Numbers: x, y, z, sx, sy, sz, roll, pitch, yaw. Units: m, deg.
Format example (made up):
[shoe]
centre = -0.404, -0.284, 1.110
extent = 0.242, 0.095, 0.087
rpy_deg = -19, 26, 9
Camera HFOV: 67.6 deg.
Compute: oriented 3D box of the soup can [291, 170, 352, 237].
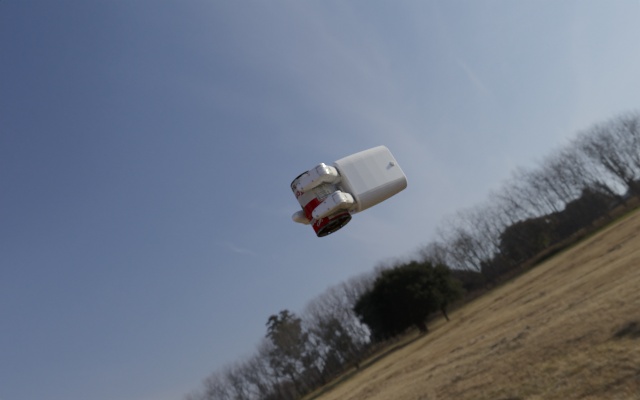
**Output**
[soup can]
centre = 0.000, 0.003, 0.822
extent = 0.068, 0.102, 0.068
rpy_deg = -27, -17, -9
